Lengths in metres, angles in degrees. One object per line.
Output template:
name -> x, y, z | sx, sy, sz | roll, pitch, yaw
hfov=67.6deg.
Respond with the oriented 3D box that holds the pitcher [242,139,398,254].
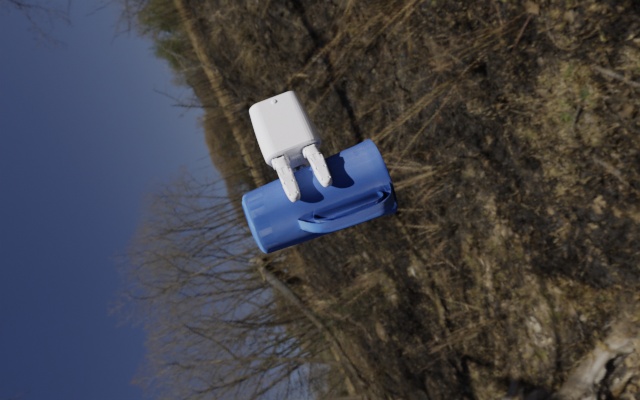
pitcher -> 0.000, 0.002, 0.795 | 0.243, 0.145, 0.149 | -21, -17, -3
